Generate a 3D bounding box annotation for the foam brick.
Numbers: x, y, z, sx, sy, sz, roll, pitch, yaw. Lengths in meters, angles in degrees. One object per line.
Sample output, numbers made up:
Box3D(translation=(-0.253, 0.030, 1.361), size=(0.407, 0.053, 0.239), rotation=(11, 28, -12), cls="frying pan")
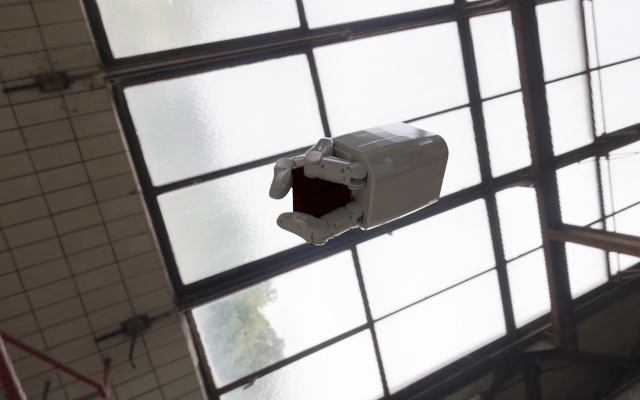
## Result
Box3D(translation=(0.000, 0.002, 0.551), size=(0.051, 0.078, 0.053), rotation=(-18, 44, -21), cls="foam brick")
